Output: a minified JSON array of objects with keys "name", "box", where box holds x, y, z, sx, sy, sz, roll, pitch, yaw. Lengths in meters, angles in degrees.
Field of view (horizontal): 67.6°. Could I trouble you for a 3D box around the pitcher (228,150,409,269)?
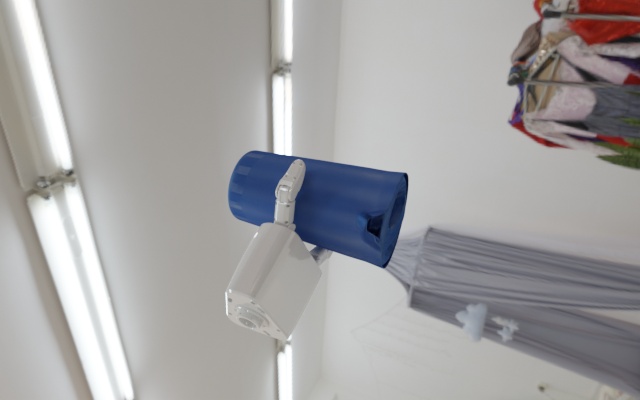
[{"name":"pitcher","box":[0.000,0.002,0.690,0.243,0.145,0.149,14,-35,18]}]
